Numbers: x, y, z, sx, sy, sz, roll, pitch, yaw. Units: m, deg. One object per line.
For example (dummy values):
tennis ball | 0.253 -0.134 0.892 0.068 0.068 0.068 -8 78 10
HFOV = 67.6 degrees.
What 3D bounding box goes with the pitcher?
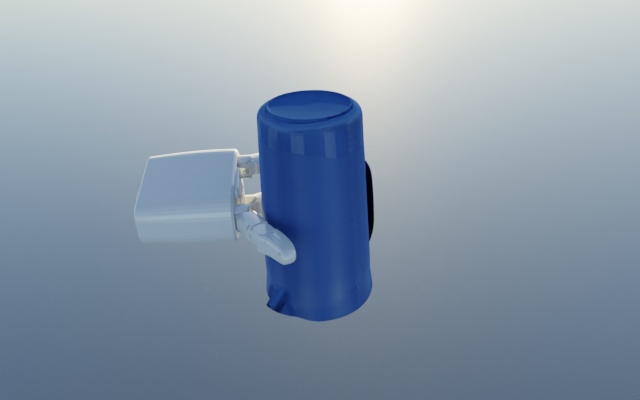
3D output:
pitcher | 0.000 0.002 0.549 0.145 0.243 0.149 -3 31 -2
